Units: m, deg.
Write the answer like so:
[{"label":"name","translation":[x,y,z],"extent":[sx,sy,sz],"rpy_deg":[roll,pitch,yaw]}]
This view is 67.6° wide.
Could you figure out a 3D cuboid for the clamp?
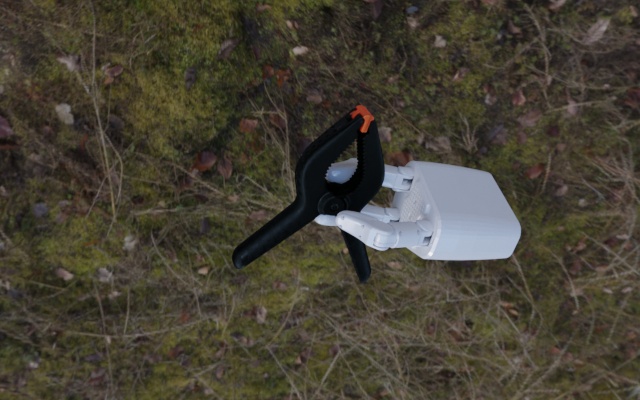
[{"label":"clamp","translation":[0.001,0.002,0.497],"extent":[0.164,0.210,0.036],"rpy_deg":[3,30,-19]}]
